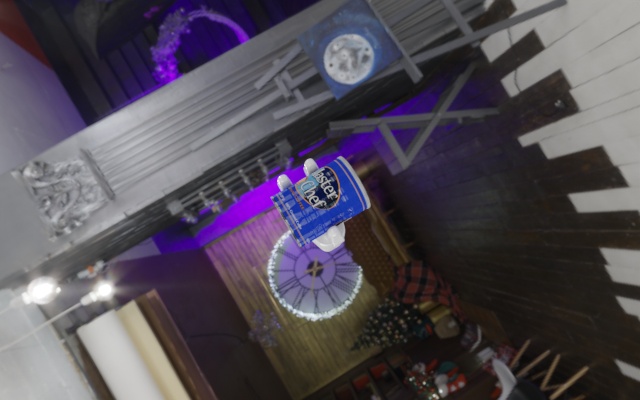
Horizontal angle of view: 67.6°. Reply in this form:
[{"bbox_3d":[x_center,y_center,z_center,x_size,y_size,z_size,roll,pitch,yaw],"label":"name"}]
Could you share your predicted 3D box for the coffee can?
[{"bbox_3d":[0.000,0.003,0.821,0.140,0.103,0.103,-30,3,-5],"label":"coffee can"}]
